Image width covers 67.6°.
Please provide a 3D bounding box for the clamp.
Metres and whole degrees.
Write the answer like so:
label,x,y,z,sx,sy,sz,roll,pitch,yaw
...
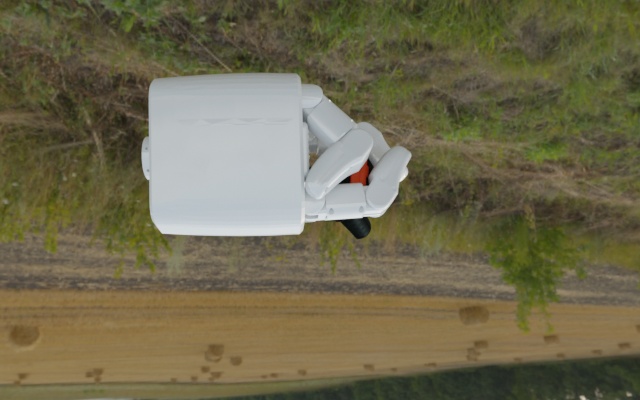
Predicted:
label,x,y,z,sx,sy,sz,roll,pitch,yaw
clamp,0.000,0.002,0.442,0.120,0.039,0.171,-1,-21,-6
